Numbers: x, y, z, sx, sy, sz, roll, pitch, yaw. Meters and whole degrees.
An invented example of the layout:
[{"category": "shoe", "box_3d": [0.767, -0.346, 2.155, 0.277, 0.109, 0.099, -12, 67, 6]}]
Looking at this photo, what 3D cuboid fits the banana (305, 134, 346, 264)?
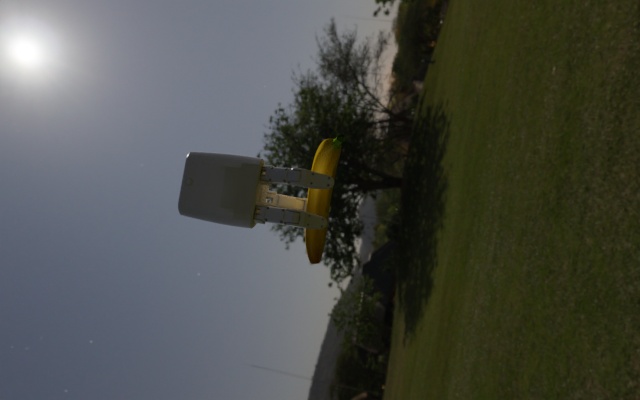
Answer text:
[{"category": "banana", "box_3d": [0.000, -0.007, 0.699, 0.037, 0.198, 0.069, 8, 19, -4]}]
